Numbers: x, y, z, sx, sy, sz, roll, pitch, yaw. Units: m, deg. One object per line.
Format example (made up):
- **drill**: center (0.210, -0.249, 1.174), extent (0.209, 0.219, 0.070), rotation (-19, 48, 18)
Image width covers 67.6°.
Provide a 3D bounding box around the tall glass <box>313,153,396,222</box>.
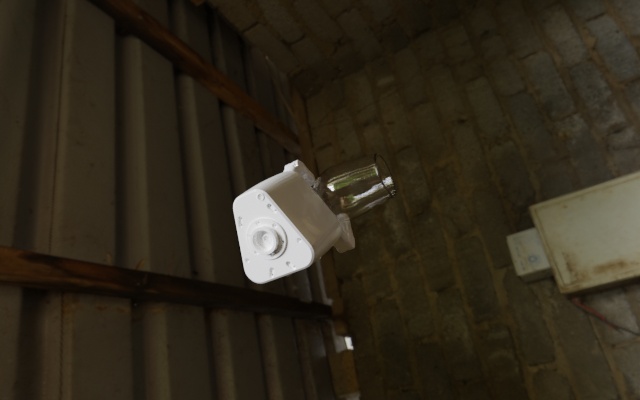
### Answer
- **tall glass**: center (0.000, 0.002, 0.661), extent (0.201, 0.079, 0.079), rotation (-23, -9, 21)
